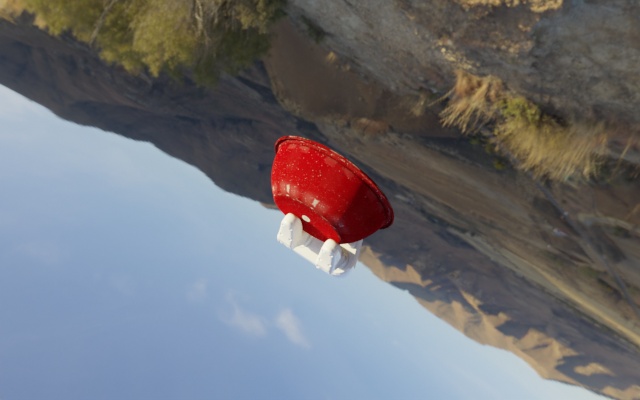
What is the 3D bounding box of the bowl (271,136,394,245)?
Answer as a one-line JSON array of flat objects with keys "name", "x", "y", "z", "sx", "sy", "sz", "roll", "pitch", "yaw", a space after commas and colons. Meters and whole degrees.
[{"name": "bowl", "x": 0.000, "y": 0.001, "z": 0.539, "sx": 0.162, "sy": 0.055, "sz": 0.162, "roll": 32, "pitch": -19, "yaw": 13}]
